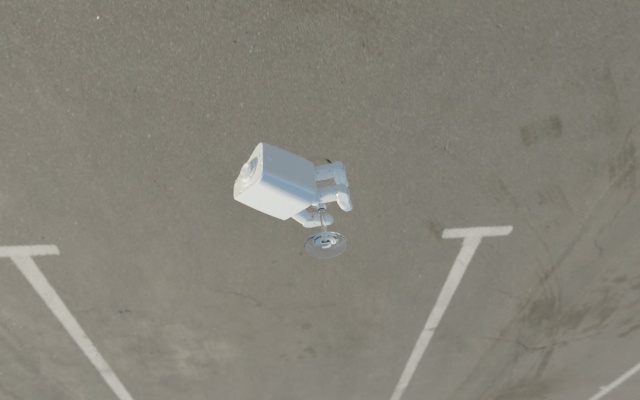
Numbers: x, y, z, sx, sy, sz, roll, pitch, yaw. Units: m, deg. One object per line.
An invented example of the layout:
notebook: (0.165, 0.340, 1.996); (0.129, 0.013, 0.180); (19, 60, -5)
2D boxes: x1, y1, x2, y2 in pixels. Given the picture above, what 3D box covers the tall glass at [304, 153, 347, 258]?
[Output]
tall glass: (0.000, 0.003, 0.880); (0.079, 0.200, 0.079); (-4, -41, -3)
